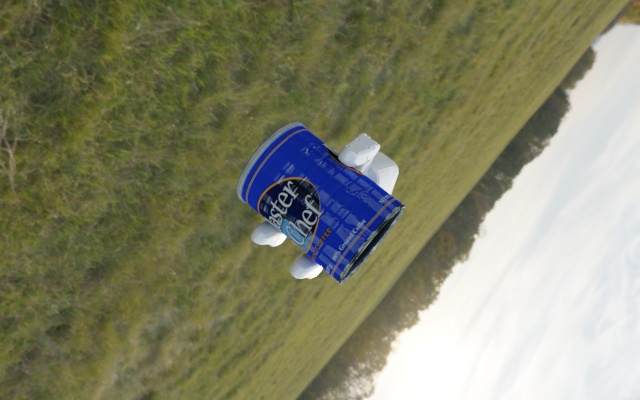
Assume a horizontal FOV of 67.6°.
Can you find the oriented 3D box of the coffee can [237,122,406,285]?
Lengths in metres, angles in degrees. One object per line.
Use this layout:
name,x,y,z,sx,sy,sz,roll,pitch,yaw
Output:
coffee can,0.000,0.001,0.490,0.140,0.103,0.103,39,10,13
